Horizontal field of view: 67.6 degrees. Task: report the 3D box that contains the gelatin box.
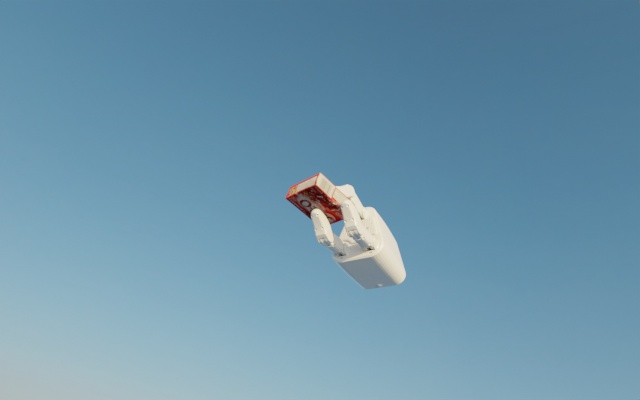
[{"bbox_3d":[0.000,0.002,0.779,0.073,0.030,0.089,-22,-54,41],"label":"gelatin box"}]
